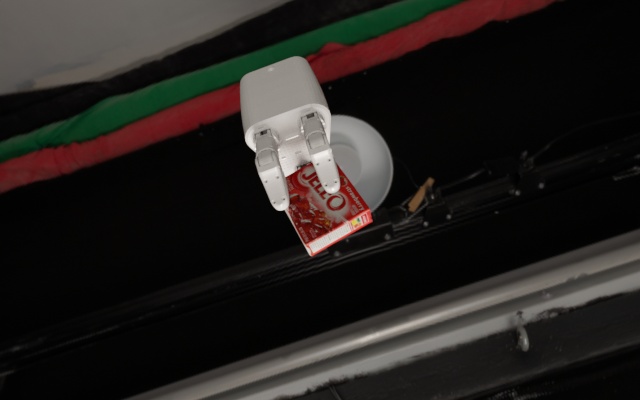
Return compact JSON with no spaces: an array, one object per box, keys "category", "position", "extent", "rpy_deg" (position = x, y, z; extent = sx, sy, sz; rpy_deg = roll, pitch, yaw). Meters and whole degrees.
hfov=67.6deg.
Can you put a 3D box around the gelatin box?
[{"category":"gelatin box","position":[0.000,0.002,0.495],"extent":[0.073,0.089,0.030],"rpy_deg":[-29,-34,-5]}]
